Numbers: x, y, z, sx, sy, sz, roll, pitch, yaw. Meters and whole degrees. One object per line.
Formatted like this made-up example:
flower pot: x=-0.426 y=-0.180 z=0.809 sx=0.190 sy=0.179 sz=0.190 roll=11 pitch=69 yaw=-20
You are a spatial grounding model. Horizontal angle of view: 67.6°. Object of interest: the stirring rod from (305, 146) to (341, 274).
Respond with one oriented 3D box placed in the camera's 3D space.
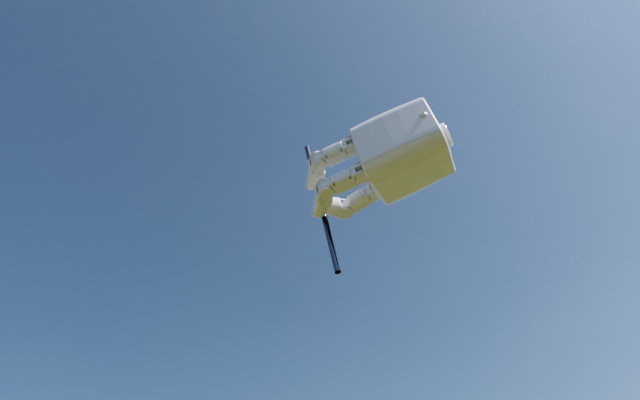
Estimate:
stirring rod: x=0.000 y=0.002 z=0.659 sx=0.011 sy=0.239 sz=0.011 roll=-7 pitch=-44 yaw=-7
